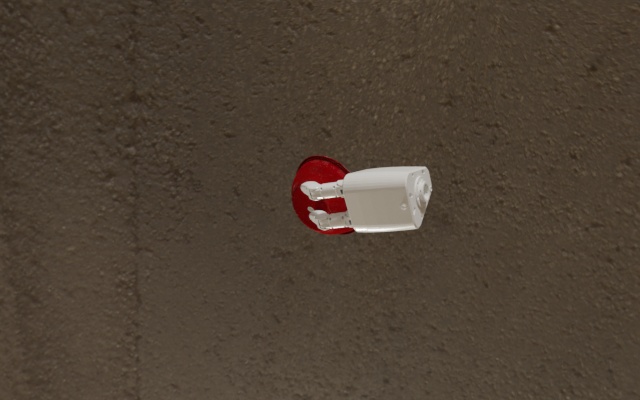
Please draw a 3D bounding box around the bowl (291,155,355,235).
[{"bbox_3d":[-0.001,0.003,0.860,0.162,0.162,0.055,0,26,45],"label":"bowl"}]
